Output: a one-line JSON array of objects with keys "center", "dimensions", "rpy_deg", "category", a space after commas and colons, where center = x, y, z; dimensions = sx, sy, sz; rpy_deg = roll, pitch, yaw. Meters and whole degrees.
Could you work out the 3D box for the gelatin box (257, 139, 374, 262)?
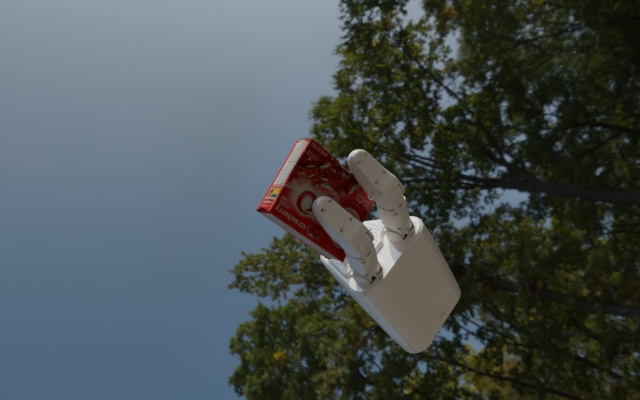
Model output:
[{"center": [0.000, 0.001, 0.417], "dimensions": [0.089, 0.073, 0.030], "rpy_deg": [37, -17, -28], "category": "gelatin box"}]
